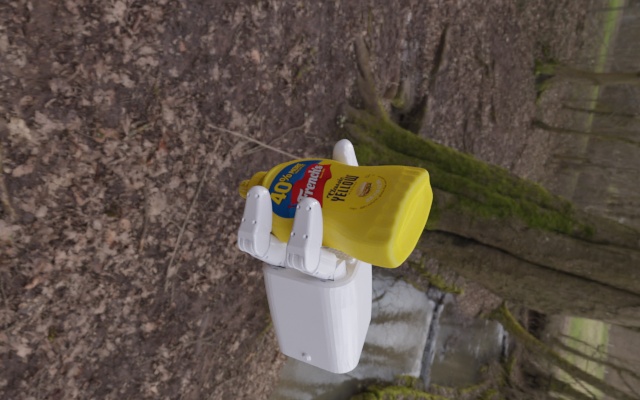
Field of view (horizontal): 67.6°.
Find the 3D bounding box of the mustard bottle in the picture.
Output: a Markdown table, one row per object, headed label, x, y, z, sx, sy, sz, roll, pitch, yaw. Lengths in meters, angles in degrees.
| label | x | y | z | sx | sy | sz | roll | pitch | yaw |
| --- | --- | --- | --- | --- | --- | --- | --- | --- | --- |
| mustard bottle | 0.000 | 0.001 | 0.452 | 0.191 | 0.096 | 0.058 | 9 | -39 | 32 |
